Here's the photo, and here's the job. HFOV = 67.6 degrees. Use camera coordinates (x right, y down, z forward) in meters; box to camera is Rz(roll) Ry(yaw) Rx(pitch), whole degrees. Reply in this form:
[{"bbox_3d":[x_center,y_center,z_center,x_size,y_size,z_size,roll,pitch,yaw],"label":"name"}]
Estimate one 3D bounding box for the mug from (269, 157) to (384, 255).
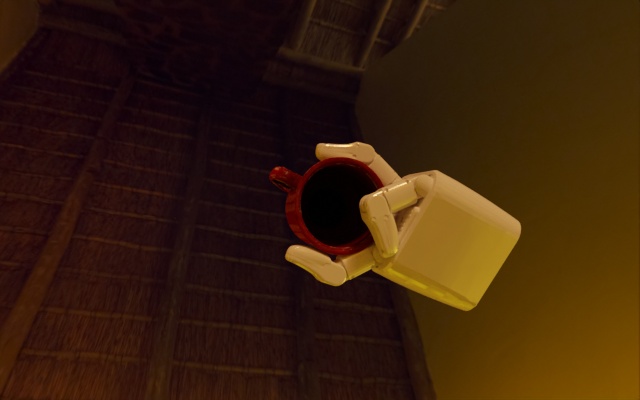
[{"bbox_3d":[-0.001,0.001,0.484,0.117,0.093,0.081,28,-9,-12],"label":"mug"}]
